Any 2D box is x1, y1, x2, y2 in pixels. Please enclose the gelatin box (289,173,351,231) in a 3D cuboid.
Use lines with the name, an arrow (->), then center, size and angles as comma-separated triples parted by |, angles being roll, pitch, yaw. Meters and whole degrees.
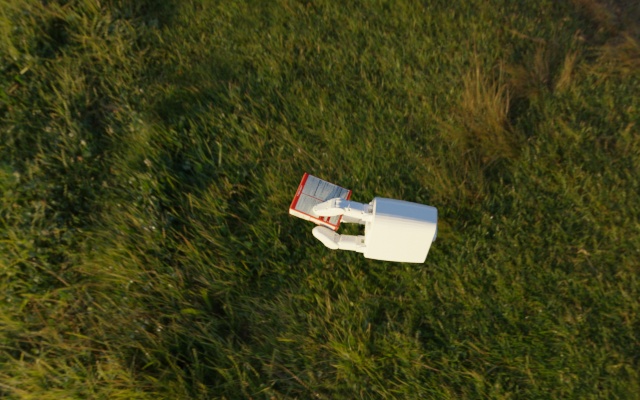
gelatin box -> 0.000, 0.002, 0.828 | 0.089, 0.073, 0.030 | 22, -19, 1
